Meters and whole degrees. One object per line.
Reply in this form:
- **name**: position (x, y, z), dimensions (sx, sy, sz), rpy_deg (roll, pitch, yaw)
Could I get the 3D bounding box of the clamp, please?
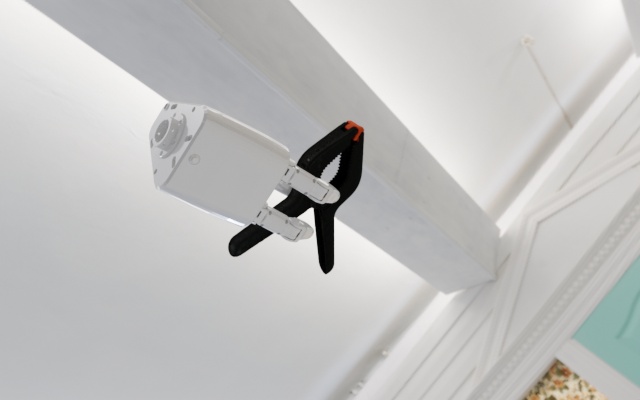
- **clamp**: position (0.000, 0.001, 0.600), dimensions (0.164, 0.210, 0.036), rpy_deg (27, 10, -43)
